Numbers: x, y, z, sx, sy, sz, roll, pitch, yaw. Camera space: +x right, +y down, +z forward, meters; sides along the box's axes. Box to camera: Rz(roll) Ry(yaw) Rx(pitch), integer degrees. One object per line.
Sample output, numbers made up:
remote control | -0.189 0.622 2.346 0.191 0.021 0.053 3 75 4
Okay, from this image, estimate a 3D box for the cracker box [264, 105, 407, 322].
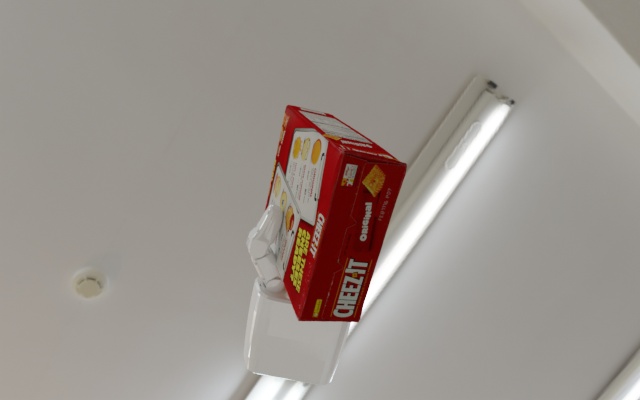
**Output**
cracker box | 0.000 0.002 0.511 0.072 0.164 0.213 7 19 -20
